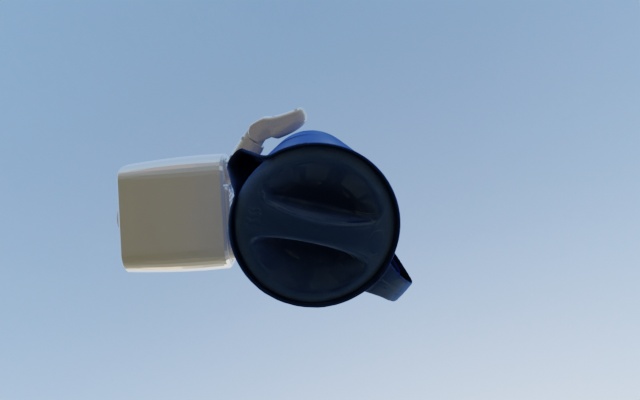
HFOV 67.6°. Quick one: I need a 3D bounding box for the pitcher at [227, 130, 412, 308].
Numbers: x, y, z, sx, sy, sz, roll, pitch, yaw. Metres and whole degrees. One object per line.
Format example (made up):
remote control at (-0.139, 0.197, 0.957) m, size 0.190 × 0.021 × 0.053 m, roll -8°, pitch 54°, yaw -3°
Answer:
pitcher at (0.000, 0.002, 0.478) m, size 0.145 × 0.149 × 0.242 m, roll -6°, pitch 14°, yaw 0°
